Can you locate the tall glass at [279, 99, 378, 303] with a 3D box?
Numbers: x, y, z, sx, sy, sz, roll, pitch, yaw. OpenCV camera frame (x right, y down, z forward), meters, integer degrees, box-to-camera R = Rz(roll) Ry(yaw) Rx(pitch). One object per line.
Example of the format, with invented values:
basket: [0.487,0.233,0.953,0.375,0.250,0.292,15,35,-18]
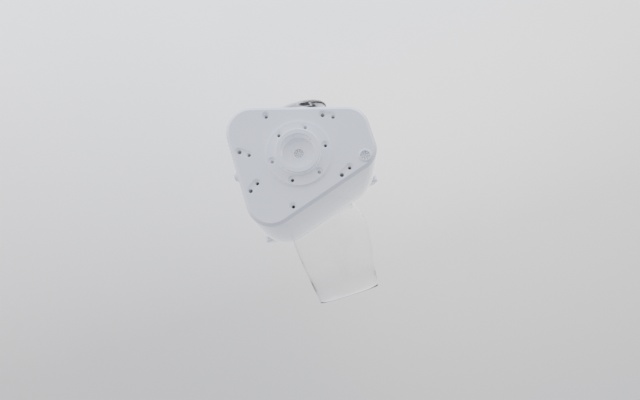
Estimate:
tall glass: [0.000,0.001,0.501,0.079,0.201,0.079,-17,-9,-3]
